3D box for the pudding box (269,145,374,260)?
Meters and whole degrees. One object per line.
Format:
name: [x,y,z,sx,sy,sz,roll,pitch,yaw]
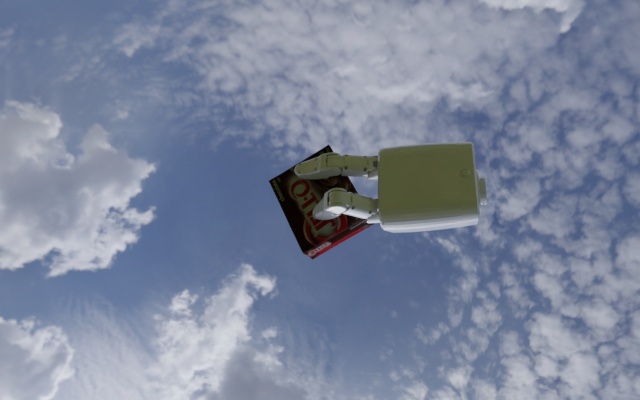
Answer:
pudding box: [0.000,0.002,0.583,0.090,0.113,0.039,-30,-29,5]
